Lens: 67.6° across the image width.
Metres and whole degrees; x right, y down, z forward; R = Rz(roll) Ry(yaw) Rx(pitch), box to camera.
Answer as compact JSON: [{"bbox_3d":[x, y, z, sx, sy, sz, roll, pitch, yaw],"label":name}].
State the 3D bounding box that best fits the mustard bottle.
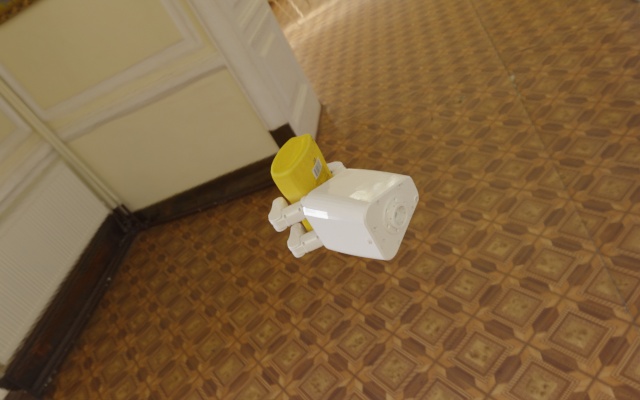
[{"bbox_3d":[0.000,0.002,0.712,0.058,0.192,0.096,-12,37,27],"label":"mustard bottle"}]
